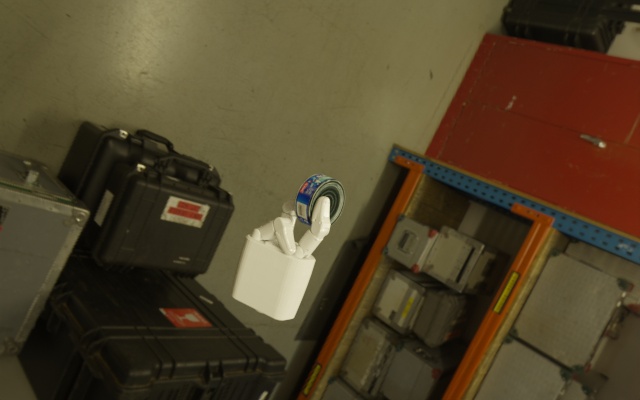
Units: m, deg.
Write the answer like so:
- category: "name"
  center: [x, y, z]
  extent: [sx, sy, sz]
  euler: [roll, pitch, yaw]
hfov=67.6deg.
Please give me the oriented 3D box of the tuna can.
- category: "tuna can"
  center: [0.001, 0.003, 0.764]
  extent: [0.033, 0.086, 0.086]
  euler: [22, 14, 40]
